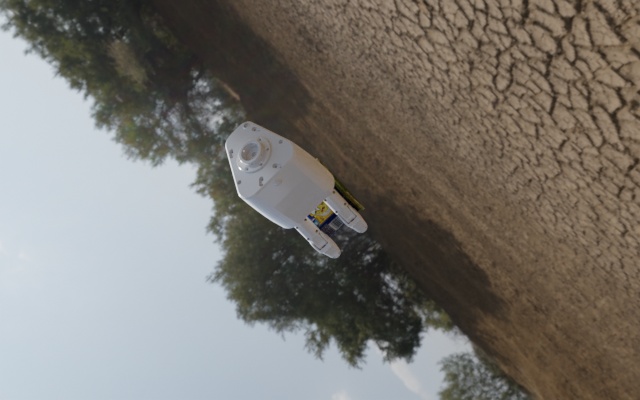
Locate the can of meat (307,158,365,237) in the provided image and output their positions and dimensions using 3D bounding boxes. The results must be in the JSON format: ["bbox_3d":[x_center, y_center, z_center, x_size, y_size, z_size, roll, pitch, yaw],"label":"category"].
[{"bbox_3d":[0.000,0.003,0.709,0.102,0.084,0.057,49,6,30],"label":"can of meat"}]
